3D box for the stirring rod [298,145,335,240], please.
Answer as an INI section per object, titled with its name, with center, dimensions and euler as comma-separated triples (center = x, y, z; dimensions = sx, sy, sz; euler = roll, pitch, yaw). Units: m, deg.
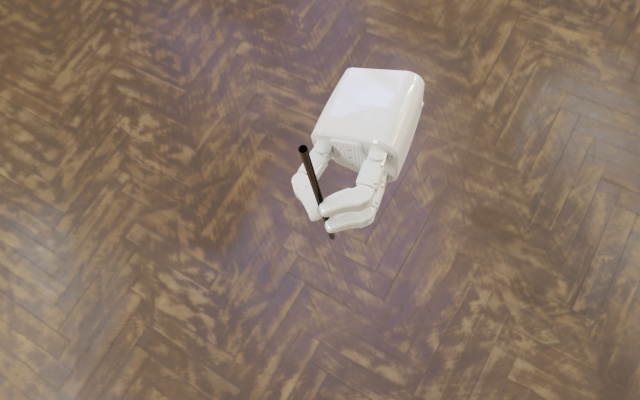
[stirring rod]
center = 0.000, 0.002, 0.521
dimensions = 0.011, 0.011, 0.240
euler = 0, -23, 8
